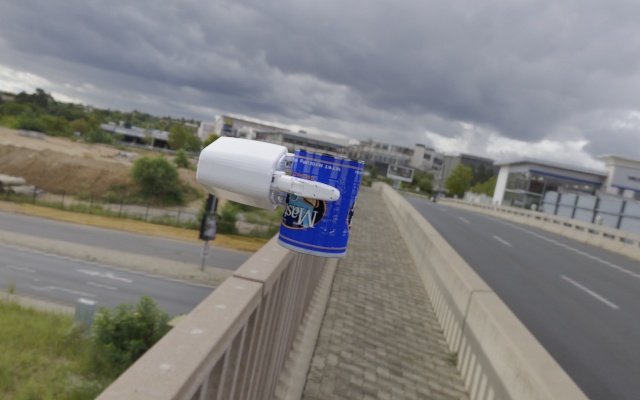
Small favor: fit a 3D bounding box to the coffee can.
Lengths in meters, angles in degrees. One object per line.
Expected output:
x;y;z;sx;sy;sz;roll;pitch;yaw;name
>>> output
0.000;0.002;0.693;0.103;0.140;0.103;12;5;-1;coffee can
